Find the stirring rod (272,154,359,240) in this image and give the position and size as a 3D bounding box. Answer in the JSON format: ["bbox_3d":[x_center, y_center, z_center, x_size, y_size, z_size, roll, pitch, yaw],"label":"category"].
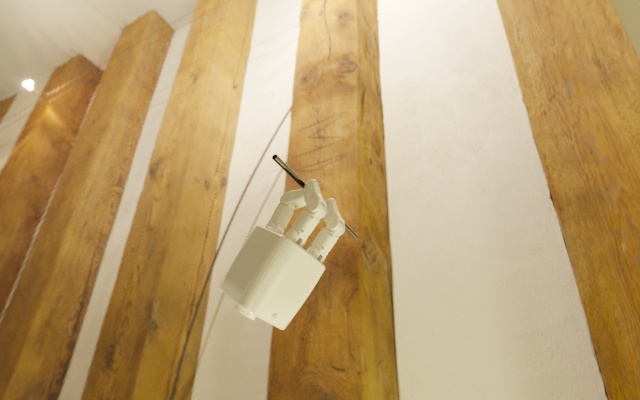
[{"bbox_3d":[0.000,0.002,0.703,0.011,0.011,0.240,0,-29,34],"label":"stirring rod"}]
